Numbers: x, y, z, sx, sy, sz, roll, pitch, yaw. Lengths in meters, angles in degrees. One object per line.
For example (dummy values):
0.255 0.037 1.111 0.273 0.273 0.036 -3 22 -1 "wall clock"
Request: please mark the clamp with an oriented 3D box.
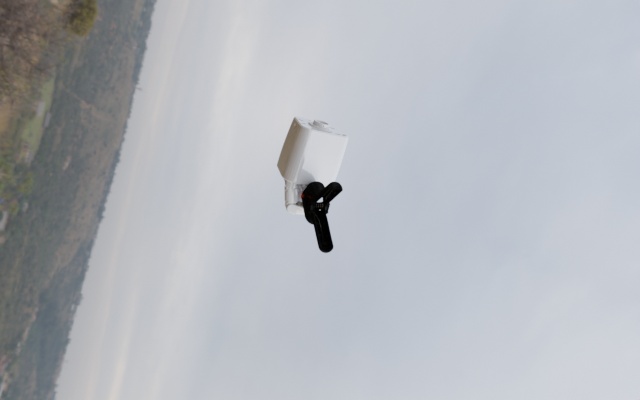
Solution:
0.001 0.003 0.843 0.039 0.120 0.171 10 21 -22 "clamp"
